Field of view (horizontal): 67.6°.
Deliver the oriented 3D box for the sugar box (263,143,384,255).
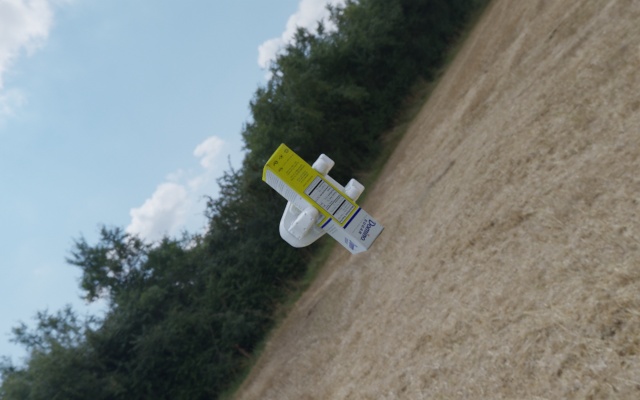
[{"bbox_3d":[0.000,0.002,0.663,0.176,0.048,0.093,37,-13,-1],"label":"sugar box"}]
